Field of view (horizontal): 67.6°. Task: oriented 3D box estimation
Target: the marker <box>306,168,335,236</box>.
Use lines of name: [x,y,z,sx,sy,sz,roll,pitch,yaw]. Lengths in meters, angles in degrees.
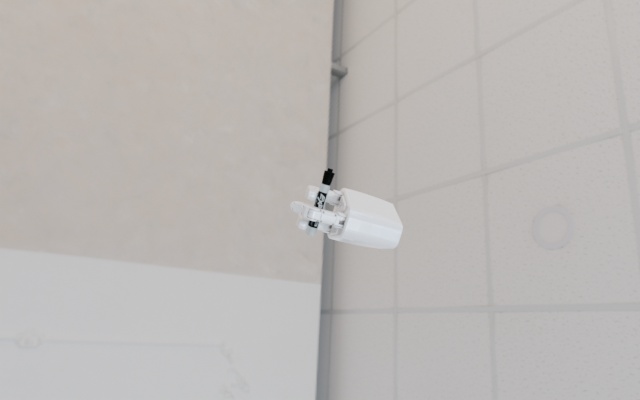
marker: [0.000,0.003,0.829,0.020,0.121,0.020,17,9,-3]
